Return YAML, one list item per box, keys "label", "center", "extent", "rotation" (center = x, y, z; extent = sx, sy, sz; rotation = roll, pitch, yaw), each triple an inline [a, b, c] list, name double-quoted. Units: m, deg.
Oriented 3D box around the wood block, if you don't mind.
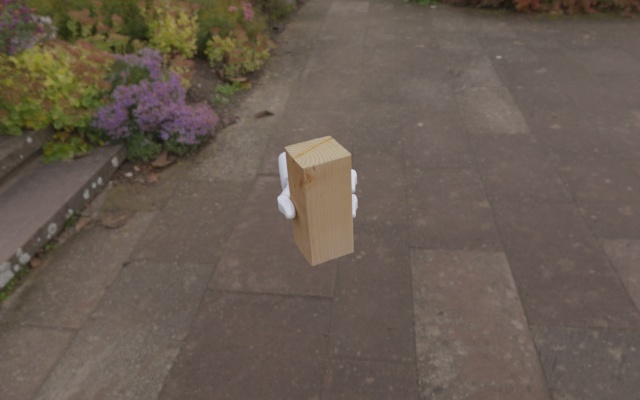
- label: "wood block"
  center: [0.000, 0.003, 0.860]
  extent: [0.091, 0.206, 0.090]
  rotation: [-16, 35, -18]
